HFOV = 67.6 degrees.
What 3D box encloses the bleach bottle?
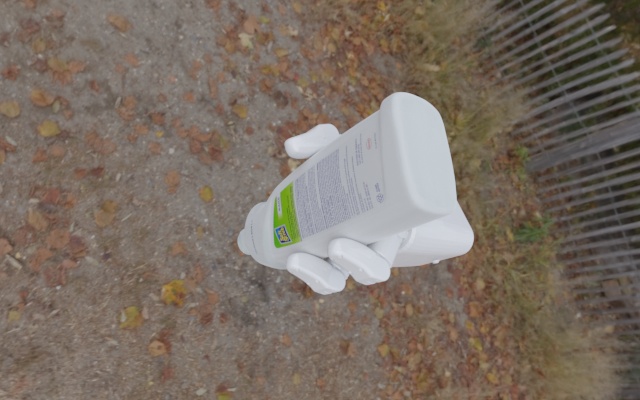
[{"bbox_3d":[0.000,0.002,0.445,0.068,0.102,0.251,10,-23,-40],"label":"bleach bottle"}]
